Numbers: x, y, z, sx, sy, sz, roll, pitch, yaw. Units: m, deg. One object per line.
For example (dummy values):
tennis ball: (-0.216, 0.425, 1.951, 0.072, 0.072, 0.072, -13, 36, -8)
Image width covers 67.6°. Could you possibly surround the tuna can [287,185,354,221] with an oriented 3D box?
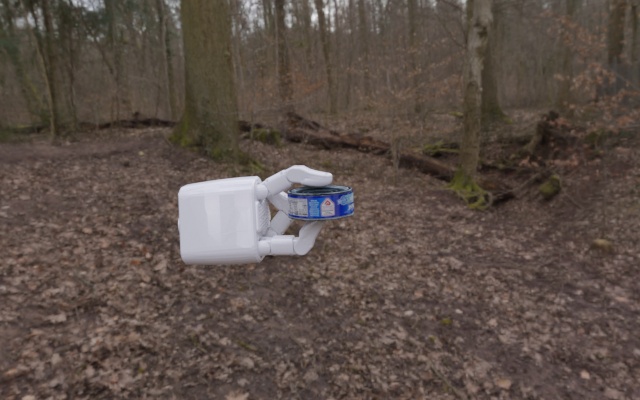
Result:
tuna can: (0.000, 0.001, 0.613, 0.086, 0.034, 0.086, -3, 9, 0)
